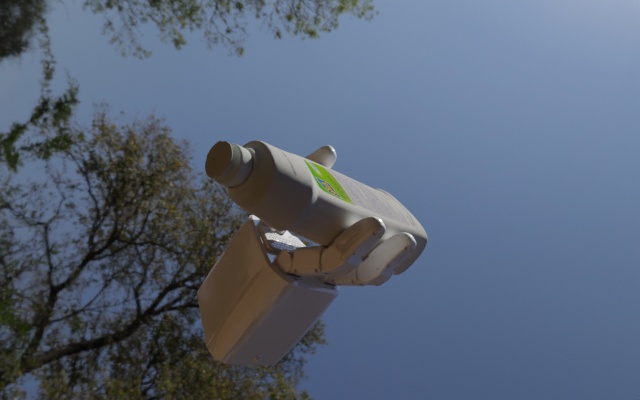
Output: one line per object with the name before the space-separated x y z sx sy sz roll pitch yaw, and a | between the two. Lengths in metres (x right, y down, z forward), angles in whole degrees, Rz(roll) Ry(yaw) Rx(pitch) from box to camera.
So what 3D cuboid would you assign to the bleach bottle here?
bleach bottle | 0.000 0.001 0.432 0.251 0.068 0.102 25 17 -48
